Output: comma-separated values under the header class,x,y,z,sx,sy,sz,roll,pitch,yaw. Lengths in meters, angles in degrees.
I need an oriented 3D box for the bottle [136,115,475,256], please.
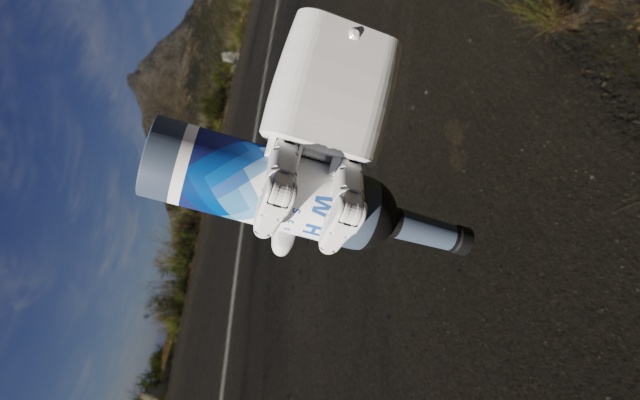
class,x,y,z,sx,sy,sz,roll,pitch,yaw
bottle,0.000,0.001,0.416,0.296,0.069,0.069,15,-4,-14
